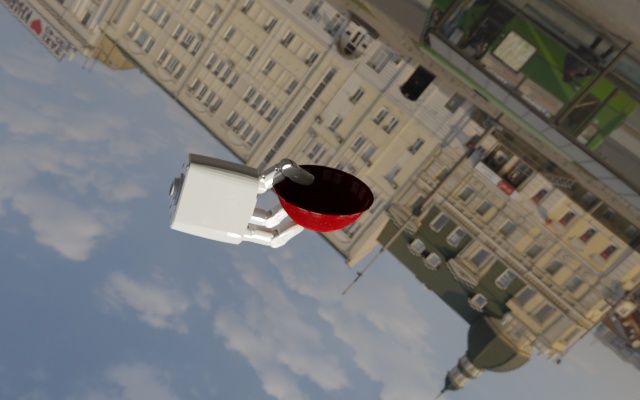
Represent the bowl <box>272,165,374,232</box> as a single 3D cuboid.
[{"bbox_3d":[0.001,0.003,0.756,0.162,0.055,0.162,8,29,-5],"label":"bowl"}]
